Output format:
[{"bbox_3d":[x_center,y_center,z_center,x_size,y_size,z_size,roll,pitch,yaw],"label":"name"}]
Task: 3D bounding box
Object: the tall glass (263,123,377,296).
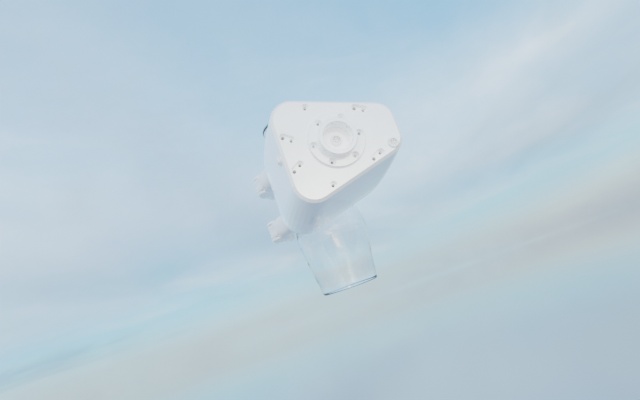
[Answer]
[{"bbox_3d":[0.000,0.001,0.539,0.079,0.201,0.079,-19,-13,-4],"label":"tall glass"}]
